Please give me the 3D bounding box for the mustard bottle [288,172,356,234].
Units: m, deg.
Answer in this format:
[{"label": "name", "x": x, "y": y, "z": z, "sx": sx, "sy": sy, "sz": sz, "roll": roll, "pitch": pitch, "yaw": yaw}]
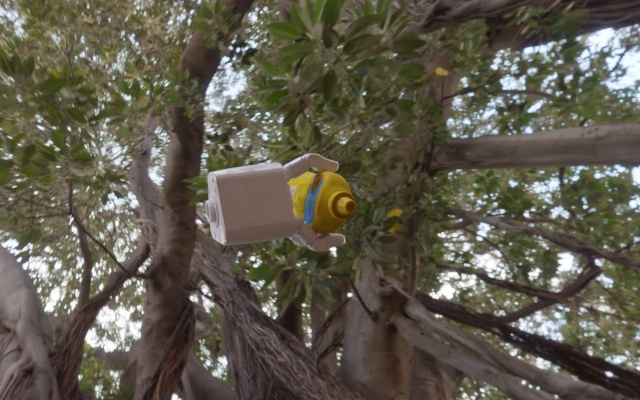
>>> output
[{"label": "mustard bottle", "x": 0.000, "y": 0.002, "z": 0.750, "sx": 0.058, "sy": 0.096, "sz": 0.191, "roll": 18, "pitch": -4, "yaw": -26}]
